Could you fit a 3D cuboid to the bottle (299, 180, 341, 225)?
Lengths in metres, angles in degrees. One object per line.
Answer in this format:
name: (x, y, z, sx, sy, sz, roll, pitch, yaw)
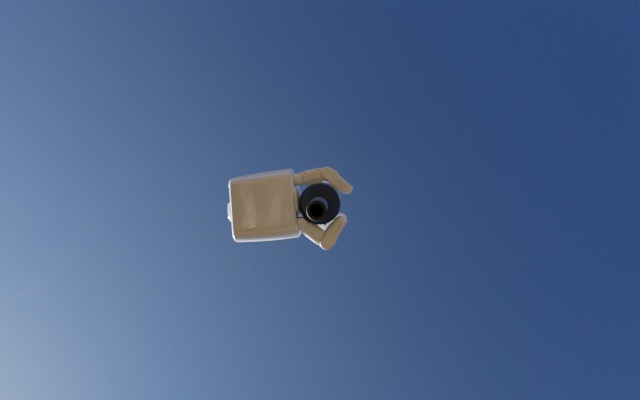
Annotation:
bottle: (0.000, 0.003, 0.796, 0.069, 0.069, 0.295, 0, 5, 2)
